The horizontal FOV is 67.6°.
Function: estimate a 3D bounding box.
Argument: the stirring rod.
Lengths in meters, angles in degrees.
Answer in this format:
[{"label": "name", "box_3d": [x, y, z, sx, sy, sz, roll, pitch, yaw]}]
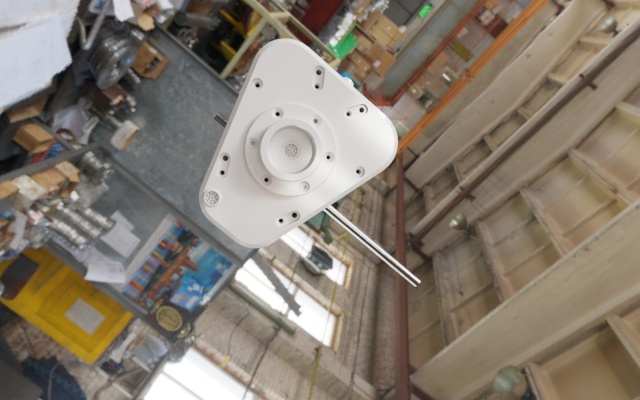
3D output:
[{"label": "stirring rod", "box_3d": [0.000, 0.001, 0.436, 0.239, 0.011, 0.011, 40, -6, -7]}]
